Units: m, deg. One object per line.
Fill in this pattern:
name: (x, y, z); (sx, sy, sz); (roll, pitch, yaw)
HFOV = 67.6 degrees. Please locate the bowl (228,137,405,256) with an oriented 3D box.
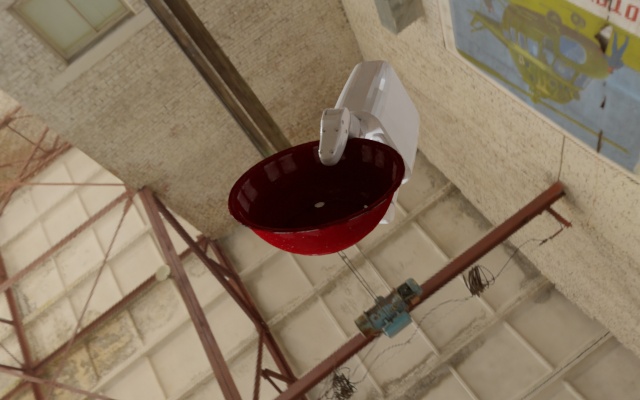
bowl: (-0.001, 0.003, 0.441); (0.162, 0.055, 0.162); (-10, 31, 6)
